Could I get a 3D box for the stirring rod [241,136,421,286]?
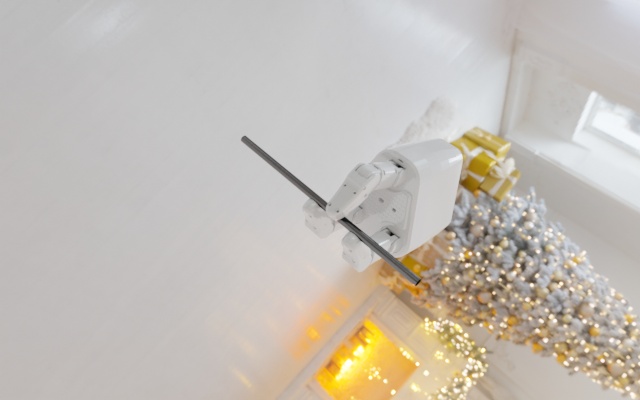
[{"bbox_3d":[0.000,0.001,0.458,0.239,0.011,0.011,39,21,27],"label":"stirring rod"}]
